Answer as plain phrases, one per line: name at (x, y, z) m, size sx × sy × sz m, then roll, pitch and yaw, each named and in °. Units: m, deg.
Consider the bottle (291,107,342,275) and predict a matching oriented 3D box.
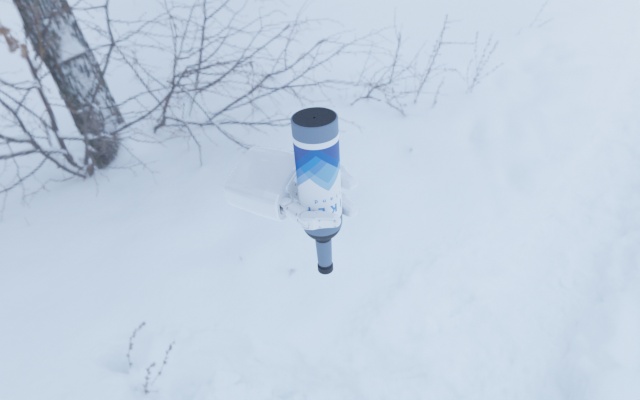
bottle at (0.000, 0.002, 0.750) m, size 0.069 × 0.296 × 0.069 m, roll -3°, pitch 36°, yaw 2°
